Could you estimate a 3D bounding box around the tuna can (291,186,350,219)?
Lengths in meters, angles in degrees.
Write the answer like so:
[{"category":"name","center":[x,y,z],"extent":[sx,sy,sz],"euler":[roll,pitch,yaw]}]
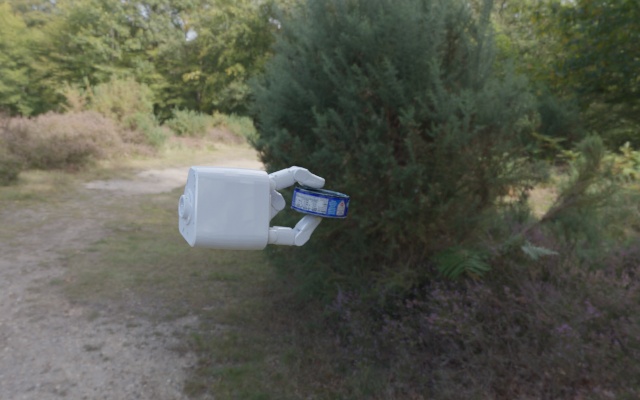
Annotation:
[{"category":"tuna can","center":[0.000,0.002,0.720],"extent":[0.086,0.034,0.086],"euler":[10,6,-1]}]
